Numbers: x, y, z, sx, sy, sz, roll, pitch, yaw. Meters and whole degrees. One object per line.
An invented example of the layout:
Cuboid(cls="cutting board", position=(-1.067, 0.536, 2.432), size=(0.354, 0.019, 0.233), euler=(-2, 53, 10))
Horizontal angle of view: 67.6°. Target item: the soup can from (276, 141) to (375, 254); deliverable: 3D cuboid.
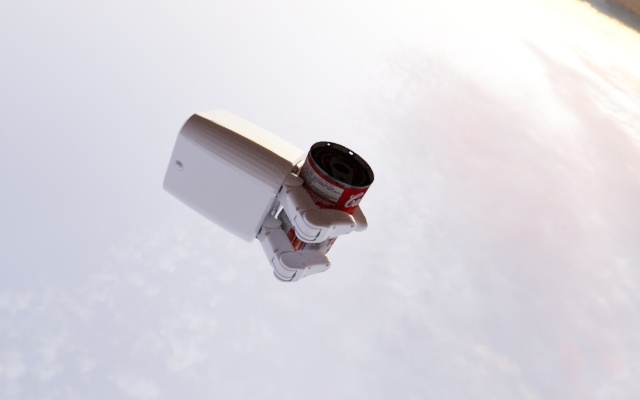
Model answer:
Cuboid(cls="soup can", position=(0.000, 0.002, 0.476), size=(0.068, 0.102, 0.068), euler=(20, 34, -14))
